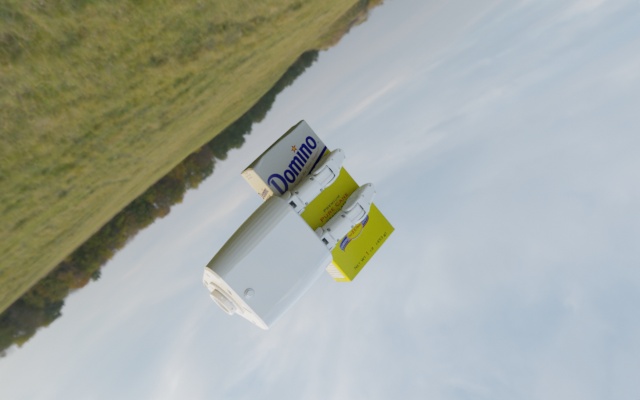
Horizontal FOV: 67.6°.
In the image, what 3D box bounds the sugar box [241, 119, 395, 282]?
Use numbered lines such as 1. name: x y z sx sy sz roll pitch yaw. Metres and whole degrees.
1. sugar box: 0.000 0.002 0.565 0.093 0.176 0.048 -47 16 -24
